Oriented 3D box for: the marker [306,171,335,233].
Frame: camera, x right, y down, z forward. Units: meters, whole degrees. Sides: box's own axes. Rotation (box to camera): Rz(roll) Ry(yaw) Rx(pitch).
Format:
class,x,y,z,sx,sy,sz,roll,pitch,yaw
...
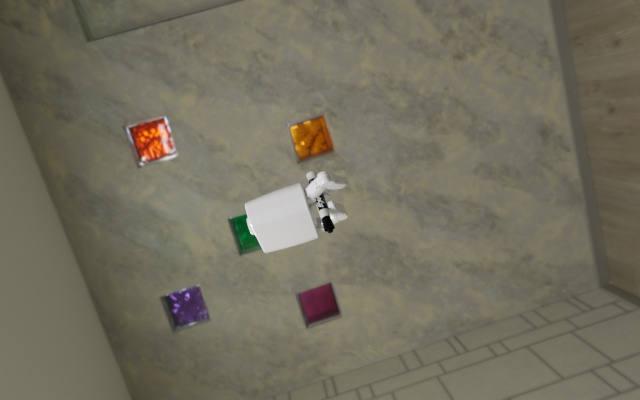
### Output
class,x,y,z,sx,sy,sz,roll,pitch,yaw
marker,0.000,0.003,0.827,0.020,0.121,0.020,-14,-29,-8
